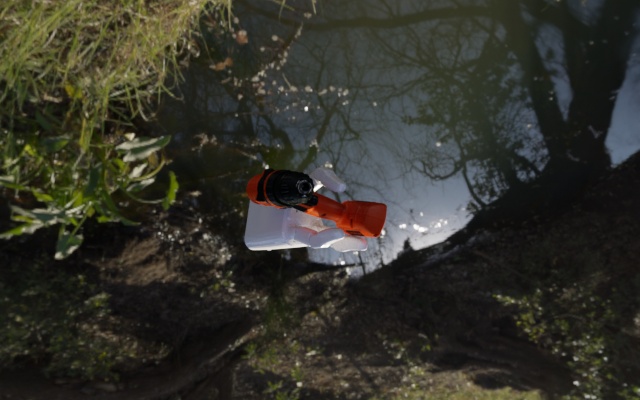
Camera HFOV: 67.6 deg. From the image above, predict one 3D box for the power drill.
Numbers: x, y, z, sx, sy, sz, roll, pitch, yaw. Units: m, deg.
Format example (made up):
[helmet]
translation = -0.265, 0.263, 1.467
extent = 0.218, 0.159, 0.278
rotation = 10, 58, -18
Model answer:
[power drill]
translation = 0.000, 0.002, 0.692
extent = 0.188, 0.057, 0.184
rotation = 20, -7, -25
